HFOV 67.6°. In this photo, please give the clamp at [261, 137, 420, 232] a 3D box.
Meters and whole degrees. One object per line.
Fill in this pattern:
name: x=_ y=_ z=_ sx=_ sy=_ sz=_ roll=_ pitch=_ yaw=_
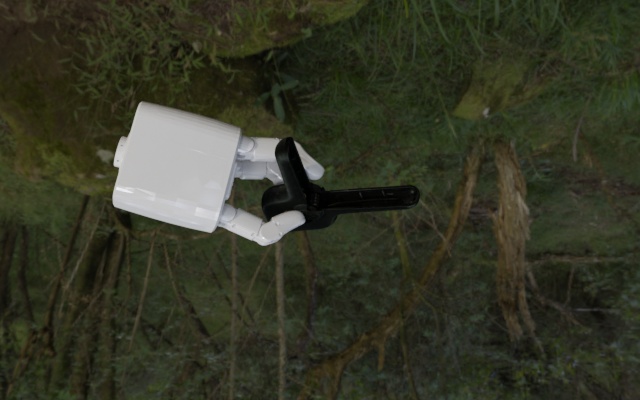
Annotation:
clamp: x=0.000 y=0.003 z=0.551 sx=0.164 sy=0.036 sz=0.210 roll=17 pitch=-25 yaw=-16
